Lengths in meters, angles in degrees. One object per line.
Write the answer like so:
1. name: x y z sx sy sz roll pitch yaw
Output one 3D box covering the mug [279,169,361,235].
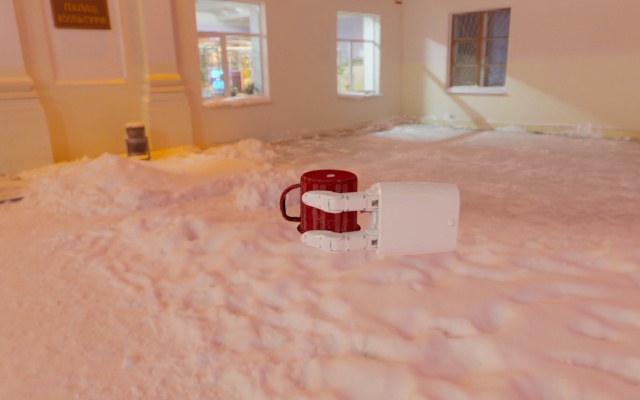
1. mug: -0.001 0.002 0.682 0.117 0.081 0.093 -1 15 -3
